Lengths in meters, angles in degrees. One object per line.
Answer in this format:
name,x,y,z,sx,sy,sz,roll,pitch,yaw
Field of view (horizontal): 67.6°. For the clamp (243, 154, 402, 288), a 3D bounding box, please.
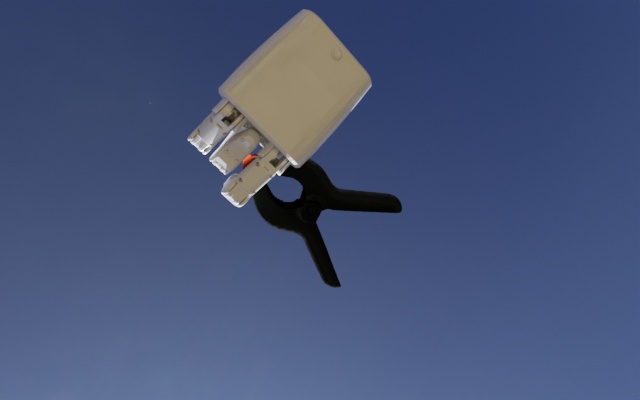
clamp,0.000,0.001,0.494,0.171,0.120,0.039,44,-1,-22
